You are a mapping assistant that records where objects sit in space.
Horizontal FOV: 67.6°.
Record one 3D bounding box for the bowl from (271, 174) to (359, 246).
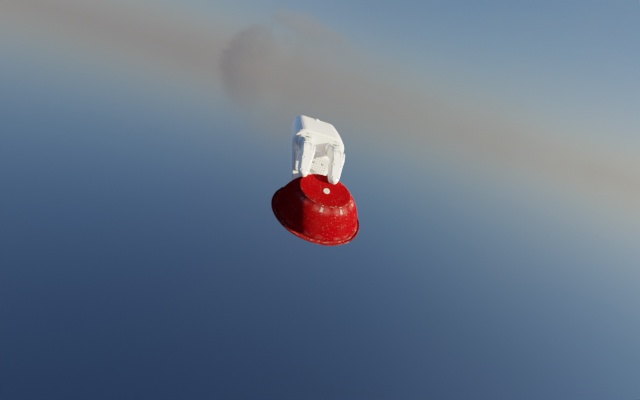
[{"bbox_3d":[0.001,0.003,0.817,0.162,0.055,0.162,15,35,-11],"label":"bowl"}]
